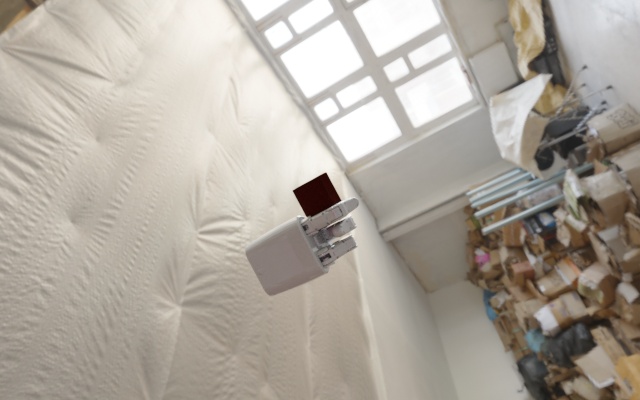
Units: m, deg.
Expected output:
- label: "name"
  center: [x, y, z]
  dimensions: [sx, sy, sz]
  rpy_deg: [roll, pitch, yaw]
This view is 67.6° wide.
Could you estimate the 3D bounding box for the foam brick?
- label: "foam brick"
  center: [0.000, 0.002, 0.755]
  dimensions: [0.051, 0.078, 0.053]
  rpy_deg: [-28, 0, 17]
